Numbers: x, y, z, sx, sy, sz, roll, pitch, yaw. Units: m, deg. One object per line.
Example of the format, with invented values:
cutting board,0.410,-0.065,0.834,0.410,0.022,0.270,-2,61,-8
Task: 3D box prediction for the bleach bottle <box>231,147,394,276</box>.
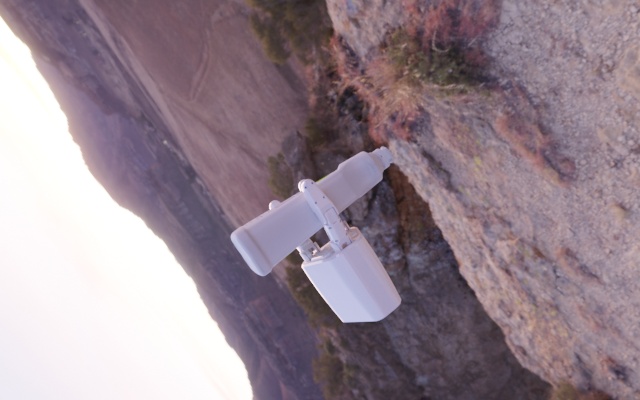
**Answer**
bleach bottle,0.000,0.002,0.652,0.251,0.068,0.102,-35,5,-15
